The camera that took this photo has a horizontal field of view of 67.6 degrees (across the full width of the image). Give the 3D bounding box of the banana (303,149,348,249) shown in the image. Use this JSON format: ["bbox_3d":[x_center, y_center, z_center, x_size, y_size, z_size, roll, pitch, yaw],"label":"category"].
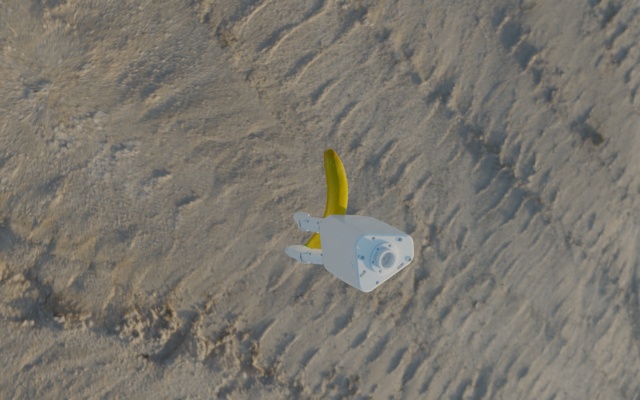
[{"bbox_3d":[0.015,0.010,0.851,0.069,0.198,0.037,13,6,-29],"label":"banana"}]
